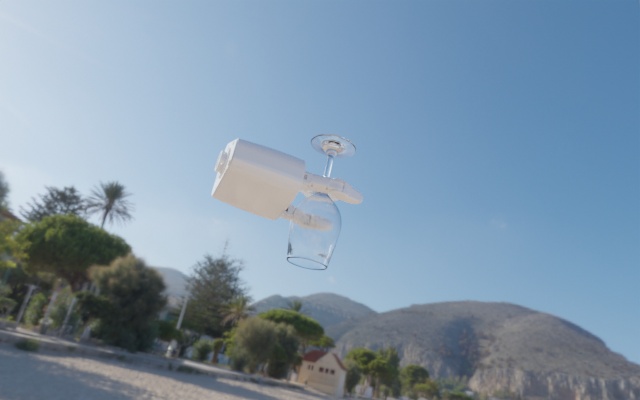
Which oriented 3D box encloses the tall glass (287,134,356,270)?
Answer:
[{"bbox_3d":[0.000,0.002,0.735,0.079,0.201,0.079,11,-20,4],"label":"tall glass"}]
